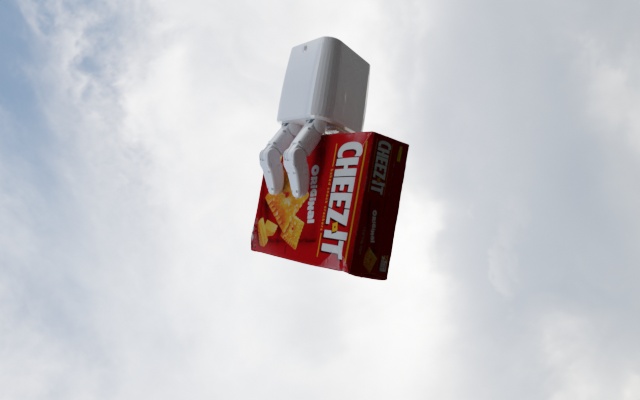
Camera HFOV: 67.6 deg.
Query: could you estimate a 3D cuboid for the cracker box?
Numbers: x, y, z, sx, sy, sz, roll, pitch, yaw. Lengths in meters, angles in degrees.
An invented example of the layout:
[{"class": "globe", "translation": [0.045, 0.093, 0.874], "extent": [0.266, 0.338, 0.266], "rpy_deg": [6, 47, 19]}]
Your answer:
[{"class": "cracker box", "translation": [0.000, 0.002, 0.615], "extent": [0.072, 0.164, 0.213], "rpy_deg": [13, -6, -38]}]
